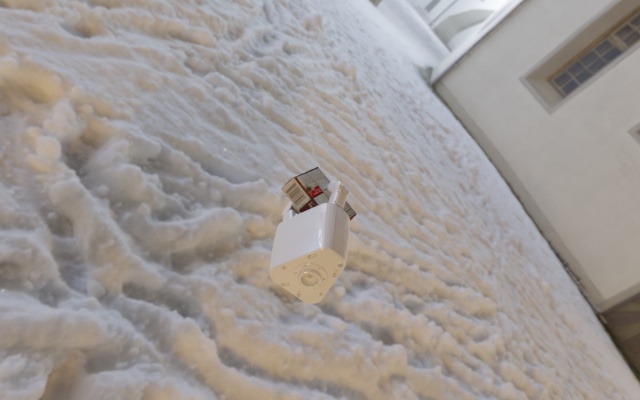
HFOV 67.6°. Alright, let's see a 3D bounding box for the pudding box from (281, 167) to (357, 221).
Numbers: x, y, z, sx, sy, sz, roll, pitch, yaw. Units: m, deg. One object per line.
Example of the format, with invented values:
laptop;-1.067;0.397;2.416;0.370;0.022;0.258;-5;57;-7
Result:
pudding box;0.000;0.003;0.804;0.039;0.113;0.090;-40;-5;29
